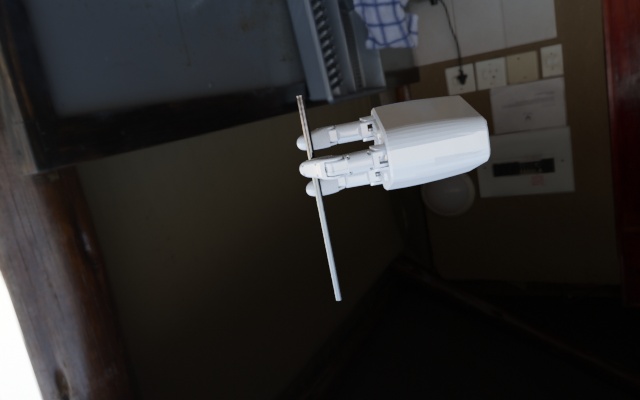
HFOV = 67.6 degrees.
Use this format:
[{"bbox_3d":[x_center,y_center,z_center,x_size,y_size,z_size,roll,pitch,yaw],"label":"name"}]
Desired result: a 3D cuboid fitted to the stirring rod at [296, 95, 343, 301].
[{"bbox_3d":[0.000,0.002,0.543,0.011,0.239,0.011,-11,12,2],"label":"stirring rod"}]
